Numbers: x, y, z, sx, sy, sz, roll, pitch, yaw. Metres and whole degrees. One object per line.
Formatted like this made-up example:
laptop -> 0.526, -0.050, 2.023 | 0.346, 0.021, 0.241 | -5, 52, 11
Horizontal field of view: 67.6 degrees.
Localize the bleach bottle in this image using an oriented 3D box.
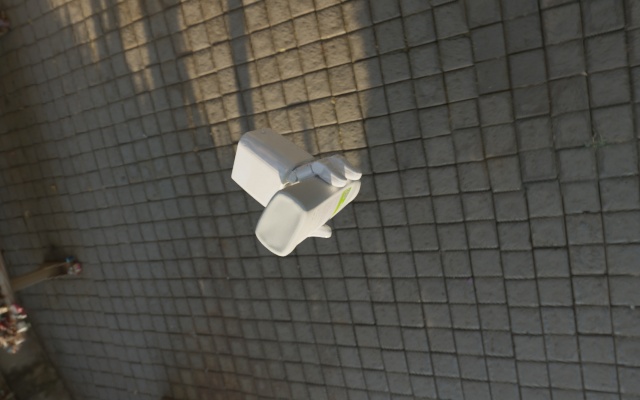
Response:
bleach bottle -> 0.000, 0.003, 0.791 | 0.068, 0.103, 0.250 | 38, 28, 14
